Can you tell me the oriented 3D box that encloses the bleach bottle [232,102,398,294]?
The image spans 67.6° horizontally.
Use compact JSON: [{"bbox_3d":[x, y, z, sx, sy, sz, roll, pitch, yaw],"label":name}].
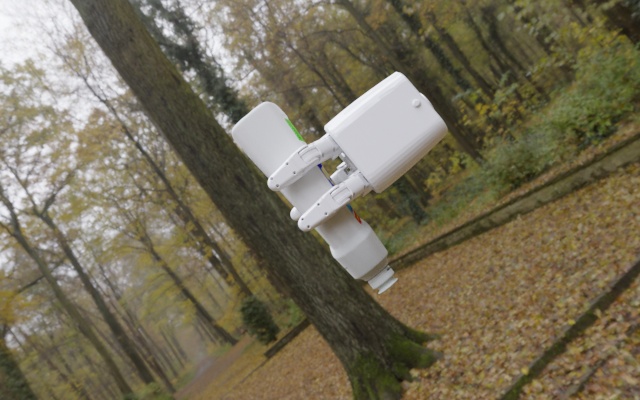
[{"bbox_3d":[0.000,0.002,0.567,0.068,0.251,0.102,-39,-6,3],"label":"bleach bottle"}]
